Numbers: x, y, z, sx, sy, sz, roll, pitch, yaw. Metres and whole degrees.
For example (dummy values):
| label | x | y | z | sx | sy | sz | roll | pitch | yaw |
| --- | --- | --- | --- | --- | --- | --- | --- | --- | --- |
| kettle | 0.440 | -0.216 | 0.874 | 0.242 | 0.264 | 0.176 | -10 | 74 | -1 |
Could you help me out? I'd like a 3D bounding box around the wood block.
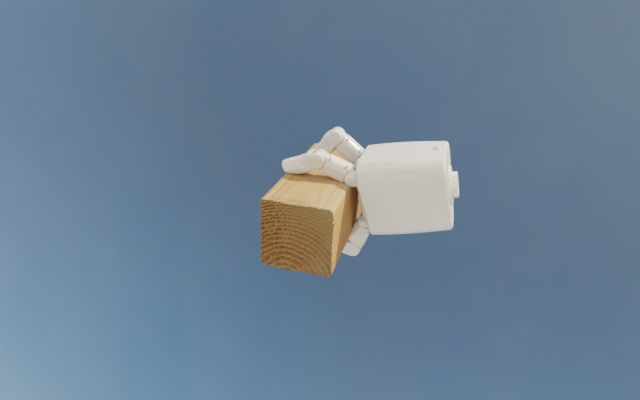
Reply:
| label | x | y | z | sx | sy | sz | roll | pitch | yaw |
| --- | --- | --- | --- | --- | --- | --- | --- | --- | --- |
| wood block | 0.001 | 0.002 | 0.637 | 0.090 | 0.091 | 0.206 | 9 | 27 | 14 |
